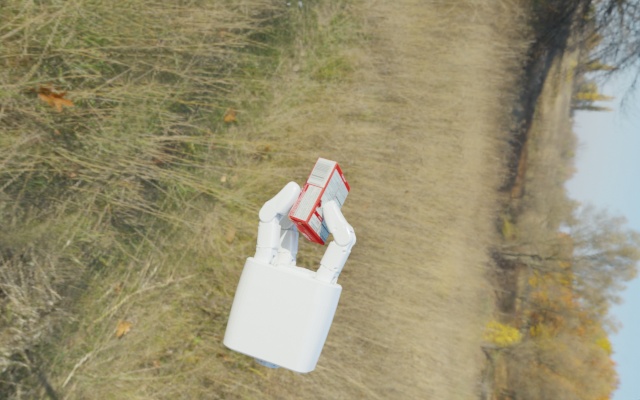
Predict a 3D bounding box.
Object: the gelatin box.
[{"bbox_3d":[0.001,0.002,0.599,0.030,0.089,0.073,19,-17,25],"label":"gelatin box"}]
